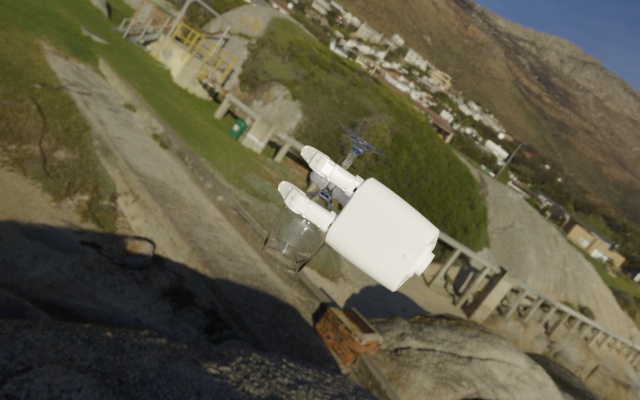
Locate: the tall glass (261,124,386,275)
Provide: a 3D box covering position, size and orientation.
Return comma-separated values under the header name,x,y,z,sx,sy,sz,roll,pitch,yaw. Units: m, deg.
name,x,y,z,sx,sy,sz,roll,pitch,yaw
tall glass,0.000,0.001,0.638,0.079,0.201,0.079,34,9,-6
